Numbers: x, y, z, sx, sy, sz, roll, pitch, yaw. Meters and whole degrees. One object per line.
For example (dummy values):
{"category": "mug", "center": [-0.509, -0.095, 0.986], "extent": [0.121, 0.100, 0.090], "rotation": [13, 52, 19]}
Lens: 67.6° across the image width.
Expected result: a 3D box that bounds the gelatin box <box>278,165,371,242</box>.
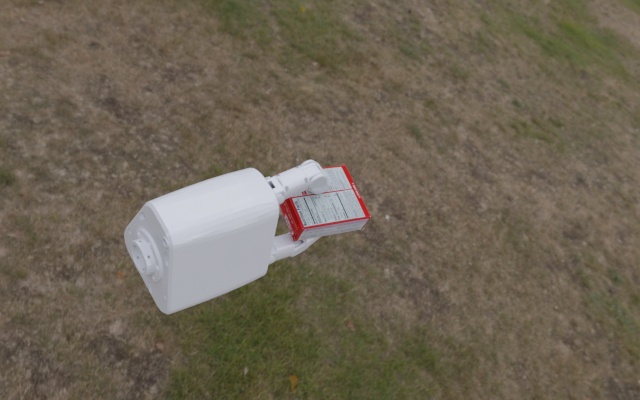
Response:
{"category": "gelatin box", "center": [0.001, 0.001, 0.522], "extent": [0.089, 0.073, 0.030], "rotation": [-9, -30, -29]}
